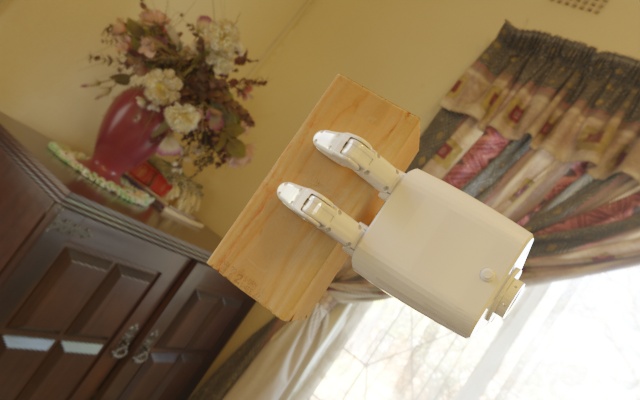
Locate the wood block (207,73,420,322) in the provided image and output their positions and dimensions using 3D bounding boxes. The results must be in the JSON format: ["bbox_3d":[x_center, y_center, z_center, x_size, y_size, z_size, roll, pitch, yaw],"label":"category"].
[{"bbox_3d":[0.001,0.002,0.452,0.090,0.206,0.091,33,-5,16],"label":"wood block"}]
